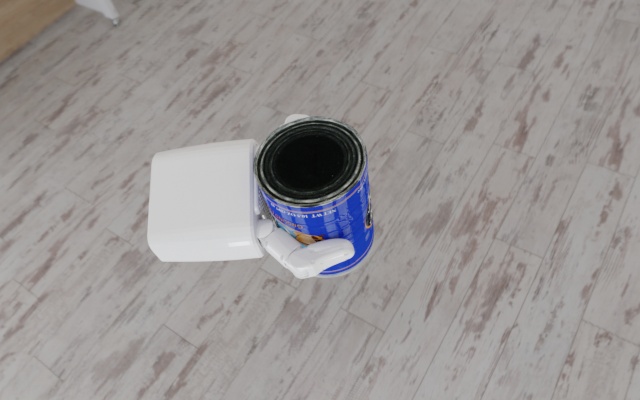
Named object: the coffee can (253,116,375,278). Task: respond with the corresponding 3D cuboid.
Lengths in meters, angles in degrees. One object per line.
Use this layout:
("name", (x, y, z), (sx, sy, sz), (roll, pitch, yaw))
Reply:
("coffee can", (0.000, 0.002, 0.480), (0.103, 0.102, 0.140), (0, -34, 10))
